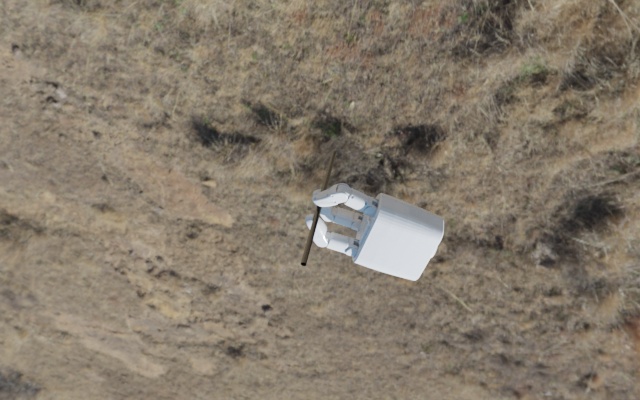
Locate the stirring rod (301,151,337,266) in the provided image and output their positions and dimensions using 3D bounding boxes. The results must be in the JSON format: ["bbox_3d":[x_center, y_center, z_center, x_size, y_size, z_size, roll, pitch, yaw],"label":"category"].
[{"bbox_3d":[0.000,0.002,0.729,0.011,0.011,0.239,8,46,8],"label":"stirring rod"}]
